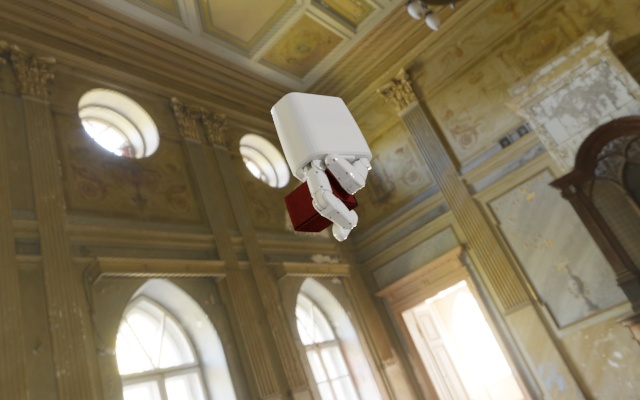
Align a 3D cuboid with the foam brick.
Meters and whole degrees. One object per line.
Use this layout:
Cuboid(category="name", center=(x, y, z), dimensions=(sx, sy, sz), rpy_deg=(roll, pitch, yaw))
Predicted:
Cuboid(category="foam brick", center=(0.000, 0.002, 0.639), dimensions=(0.078, 0.051, 0.053), rpy_deg=(-36, -27, 28))
